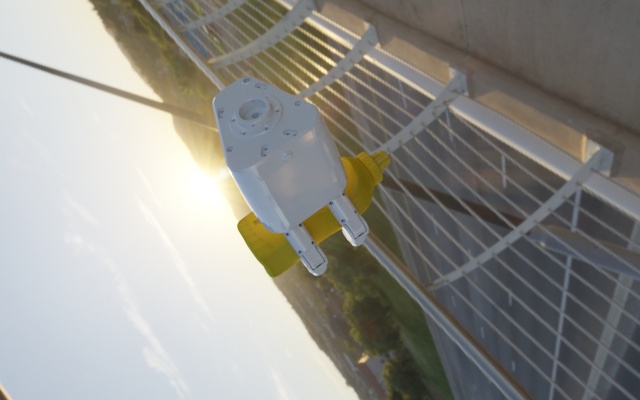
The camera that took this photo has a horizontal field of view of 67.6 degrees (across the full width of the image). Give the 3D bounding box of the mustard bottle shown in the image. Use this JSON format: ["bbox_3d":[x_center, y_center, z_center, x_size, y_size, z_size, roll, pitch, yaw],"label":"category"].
[{"bbox_3d":[0.000,0.002,0.550,0.191,0.058,0.096,-36,32,-7],"label":"mustard bottle"}]
